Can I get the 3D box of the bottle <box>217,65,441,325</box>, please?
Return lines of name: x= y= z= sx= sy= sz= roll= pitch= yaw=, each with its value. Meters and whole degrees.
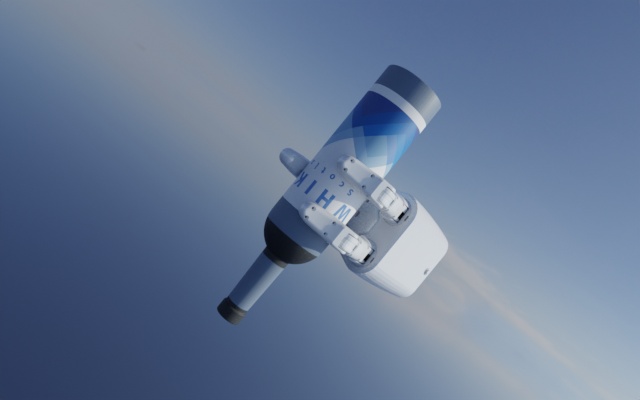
bottle: x=0.000 y=0.001 z=0.475 sx=0.069 sy=0.296 sz=0.069 roll=39 pitch=1 yaw=-1
